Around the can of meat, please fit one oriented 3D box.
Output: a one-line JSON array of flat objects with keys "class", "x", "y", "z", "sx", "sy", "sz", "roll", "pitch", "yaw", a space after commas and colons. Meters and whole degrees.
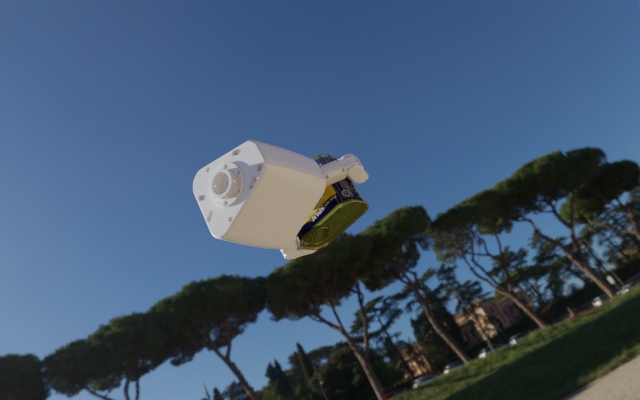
[{"class": "can of meat", "x": 0.000, "y": 0.002, "z": 0.630, "sx": 0.102, "sy": 0.084, "sz": 0.057, "roll": -43, "pitch": -30, "yaw": 25}]
